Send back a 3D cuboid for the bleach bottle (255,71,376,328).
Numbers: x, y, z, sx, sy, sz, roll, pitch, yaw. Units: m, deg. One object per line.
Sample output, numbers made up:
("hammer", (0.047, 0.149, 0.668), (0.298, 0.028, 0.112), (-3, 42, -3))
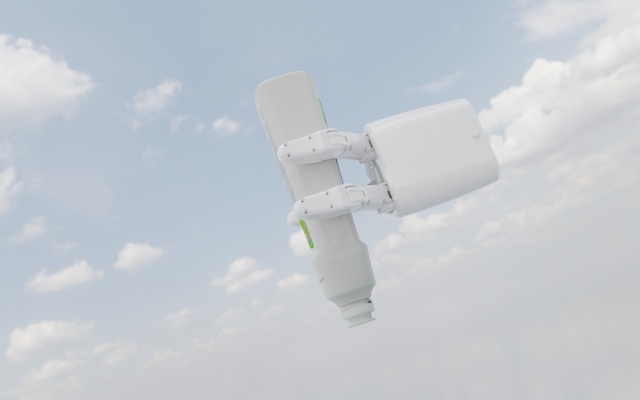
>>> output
("bleach bottle", (0.000, 0.002, 0.480), (0.068, 0.250, 0.102), (-18, -17, -3))
